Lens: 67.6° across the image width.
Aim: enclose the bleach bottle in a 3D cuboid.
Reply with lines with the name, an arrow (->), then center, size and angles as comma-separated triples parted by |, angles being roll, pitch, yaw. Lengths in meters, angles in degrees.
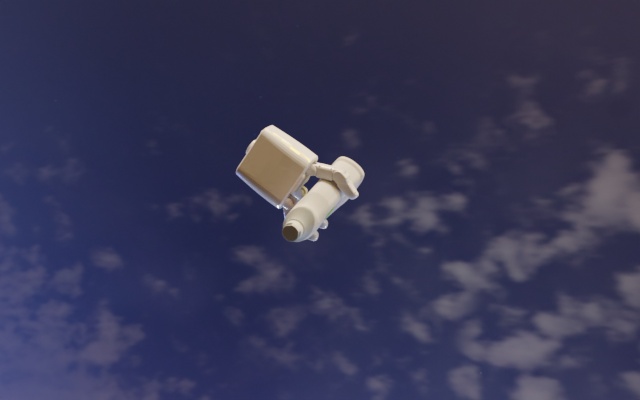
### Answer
bleach bottle -> 0.000, 0.003, 0.853 | 0.068, 0.103, 0.250 | 37, 29, 4
